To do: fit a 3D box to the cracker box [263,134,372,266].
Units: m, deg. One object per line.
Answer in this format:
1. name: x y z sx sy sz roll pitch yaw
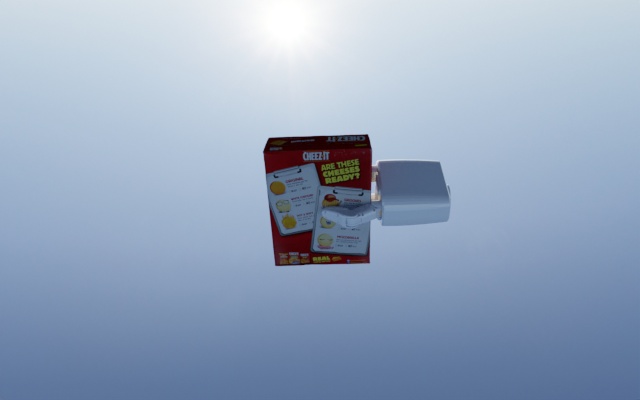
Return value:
1. cracker box: 0.000 0.003 0.780 0.164 0.214 0.072 -2 29 1
